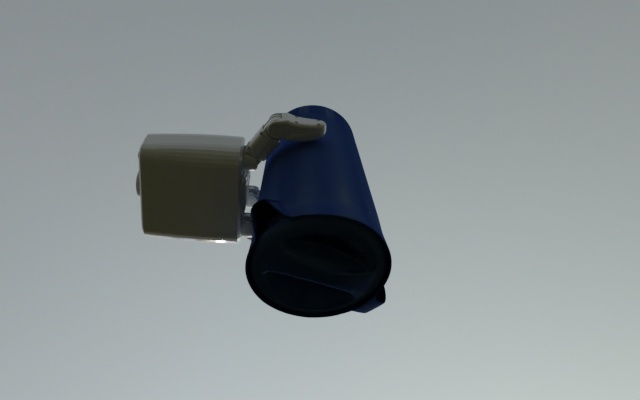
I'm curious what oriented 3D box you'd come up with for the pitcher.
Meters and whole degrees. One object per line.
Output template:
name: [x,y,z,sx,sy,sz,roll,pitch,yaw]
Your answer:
pitcher: [0.000,0.002,0.528,0.145,0.149,0.242,3,37,-4]
